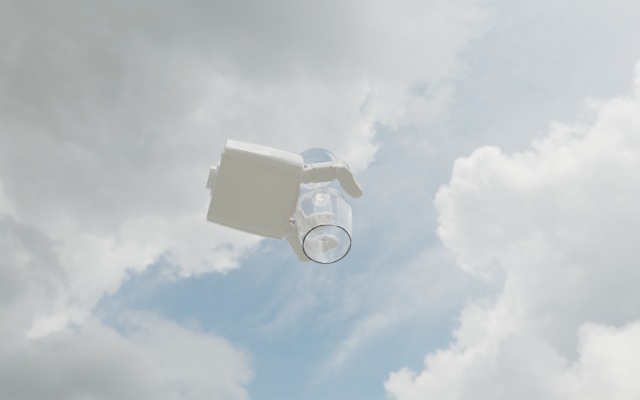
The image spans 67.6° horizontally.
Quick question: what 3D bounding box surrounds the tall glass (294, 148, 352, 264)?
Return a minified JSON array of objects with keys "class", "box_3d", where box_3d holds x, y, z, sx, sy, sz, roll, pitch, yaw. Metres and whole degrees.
[{"class":"tall glass","box_3d":[0.000,0.002,0.672,0.079,0.079,0.201,0,32,-6]}]
